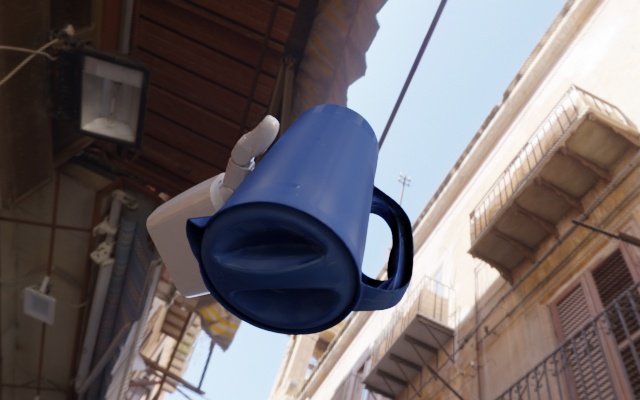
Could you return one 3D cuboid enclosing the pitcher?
[{"bbox_3d":[0.000,0.002,0.462,0.145,0.149,0.242,-23,23,27],"label":"pitcher"}]
